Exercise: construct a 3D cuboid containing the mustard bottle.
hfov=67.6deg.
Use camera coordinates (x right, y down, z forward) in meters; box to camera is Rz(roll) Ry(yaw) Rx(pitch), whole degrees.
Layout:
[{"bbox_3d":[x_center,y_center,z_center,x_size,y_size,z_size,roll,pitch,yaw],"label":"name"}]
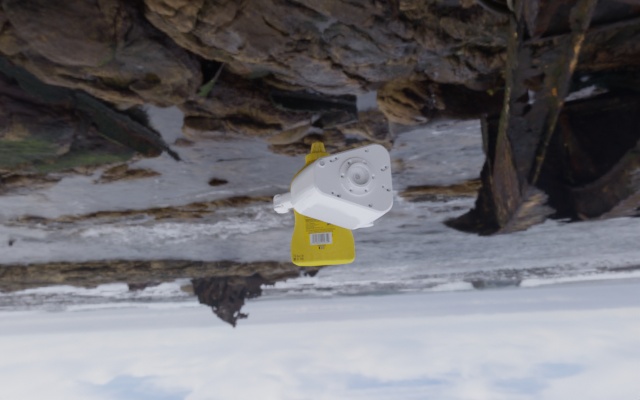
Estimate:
[{"bbox_3d":[0.000,0.003,0.739,0.096,0.191,0.058,-4,-12,6],"label":"mustard bottle"}]
